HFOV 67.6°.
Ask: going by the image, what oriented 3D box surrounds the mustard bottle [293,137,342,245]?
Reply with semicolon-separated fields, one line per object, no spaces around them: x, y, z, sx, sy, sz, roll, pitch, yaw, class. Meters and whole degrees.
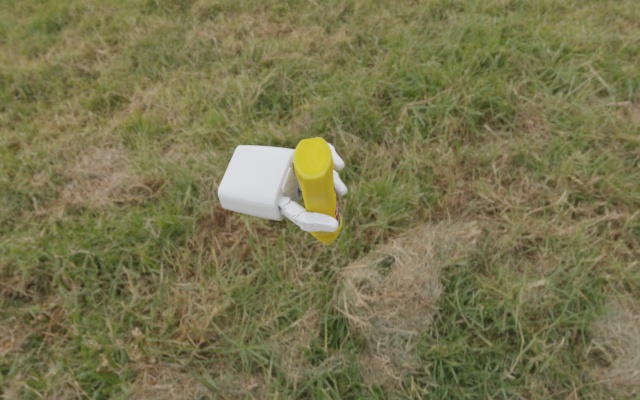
0.000;0.002;0.756;0.058;0.192;0.096;-8;43;2;mustard bottle
